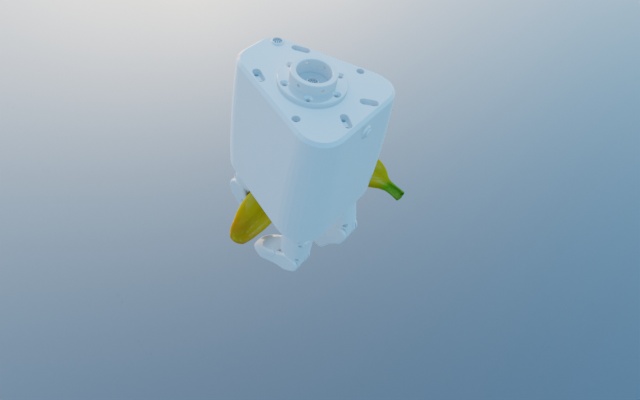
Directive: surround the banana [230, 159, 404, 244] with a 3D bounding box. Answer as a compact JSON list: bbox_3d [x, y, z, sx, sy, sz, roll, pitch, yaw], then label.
[{"bbox_3d":[-0.005,-0.014,0.474,0.198,0.069,0.037,-15,-27,-27],"label":"banana"}]
